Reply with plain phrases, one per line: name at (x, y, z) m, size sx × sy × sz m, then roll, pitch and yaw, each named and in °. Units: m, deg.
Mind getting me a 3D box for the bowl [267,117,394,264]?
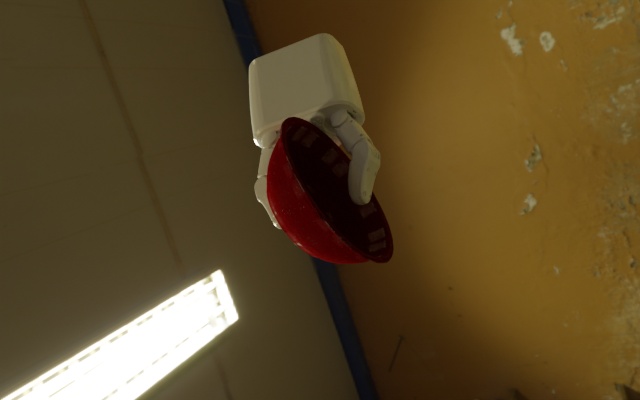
bowl at (0.000, 0.003, 0.452) m, size 0.055 × 0.162 × 0.162 m, roll -36°, pitch -15°, yaw 21°
